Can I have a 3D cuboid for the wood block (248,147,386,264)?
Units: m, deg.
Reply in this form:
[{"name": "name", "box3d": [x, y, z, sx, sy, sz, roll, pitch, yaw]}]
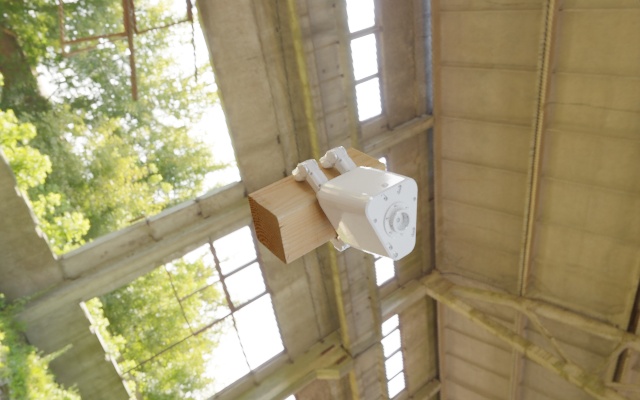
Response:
[{"name": "wood block", "box3d": [0.000, 0.003, 0.763, 0.206, 0.091, 0.090, -26, 37, -27]}]
